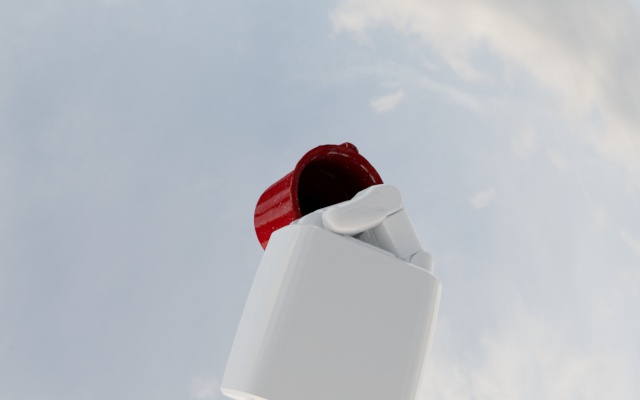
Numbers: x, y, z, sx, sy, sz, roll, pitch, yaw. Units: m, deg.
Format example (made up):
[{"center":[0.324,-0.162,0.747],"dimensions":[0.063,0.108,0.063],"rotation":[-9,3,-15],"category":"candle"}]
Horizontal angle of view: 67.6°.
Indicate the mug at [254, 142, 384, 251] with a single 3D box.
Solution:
[{"center":[0.000,0.000,0.401],"dimensions":[0.093,0.117,0.081],"rotation":[31,-31,-22],"category":"mug"}]
